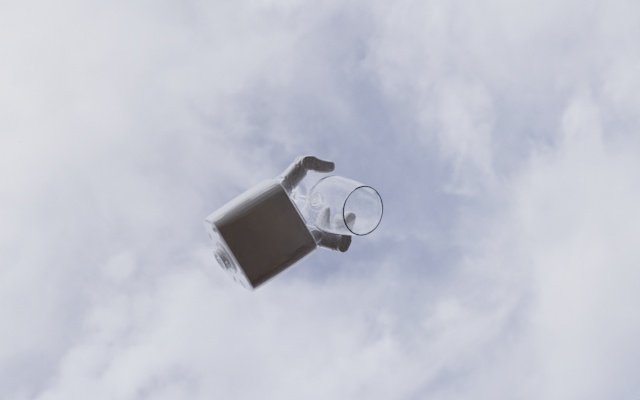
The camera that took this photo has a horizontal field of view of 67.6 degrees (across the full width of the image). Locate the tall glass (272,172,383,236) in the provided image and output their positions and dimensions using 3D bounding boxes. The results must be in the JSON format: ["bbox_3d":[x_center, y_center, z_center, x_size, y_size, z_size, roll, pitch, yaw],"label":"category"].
[{"bbox_3d":[0.000,0.002,0.662,0.079,0.079,0.201,0,6,-32],"label":"tall glass"}]
